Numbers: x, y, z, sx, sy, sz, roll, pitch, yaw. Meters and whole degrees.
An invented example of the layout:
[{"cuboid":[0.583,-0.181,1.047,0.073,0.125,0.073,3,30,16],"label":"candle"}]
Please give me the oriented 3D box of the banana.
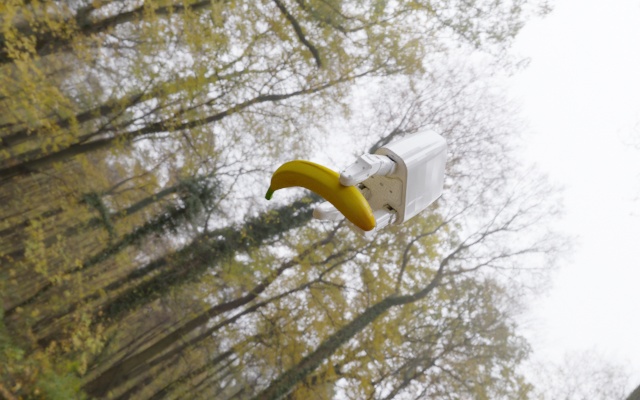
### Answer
[{"cuboid":[-0.004,-0.016,0.634,0.197,0.070,0.037,17,31,42],"label":"banana"}]
